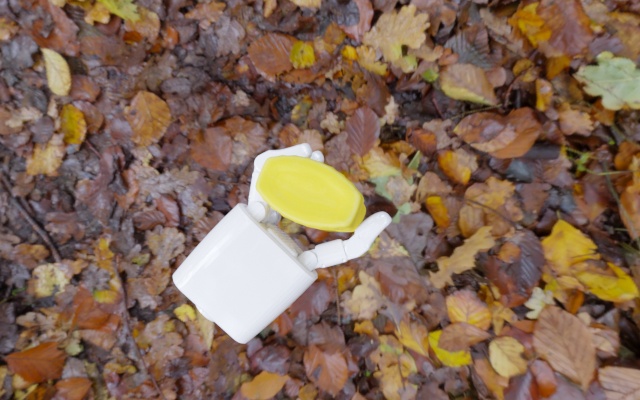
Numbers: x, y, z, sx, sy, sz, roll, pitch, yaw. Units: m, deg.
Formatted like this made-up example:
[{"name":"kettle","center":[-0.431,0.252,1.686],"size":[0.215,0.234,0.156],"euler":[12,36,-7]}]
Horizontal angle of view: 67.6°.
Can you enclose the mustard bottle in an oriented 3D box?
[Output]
[{"name":"mustard bottle","center":[0.000,0.001,0.505],"size":[0.096,0.058,0.191],"euler":[21,-3,9]}]
